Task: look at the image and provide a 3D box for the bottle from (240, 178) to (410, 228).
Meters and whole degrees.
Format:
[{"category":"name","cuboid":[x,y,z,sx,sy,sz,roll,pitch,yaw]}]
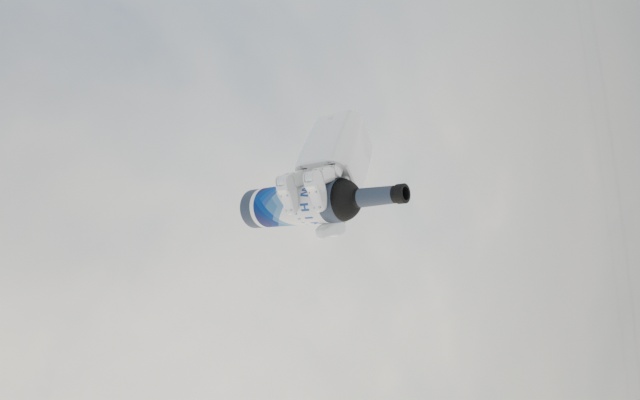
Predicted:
[{"category":"bottle","cuboid":[0.000,0.003,0.733,0.296,0.069,0.069,-6,-4,38]}]
